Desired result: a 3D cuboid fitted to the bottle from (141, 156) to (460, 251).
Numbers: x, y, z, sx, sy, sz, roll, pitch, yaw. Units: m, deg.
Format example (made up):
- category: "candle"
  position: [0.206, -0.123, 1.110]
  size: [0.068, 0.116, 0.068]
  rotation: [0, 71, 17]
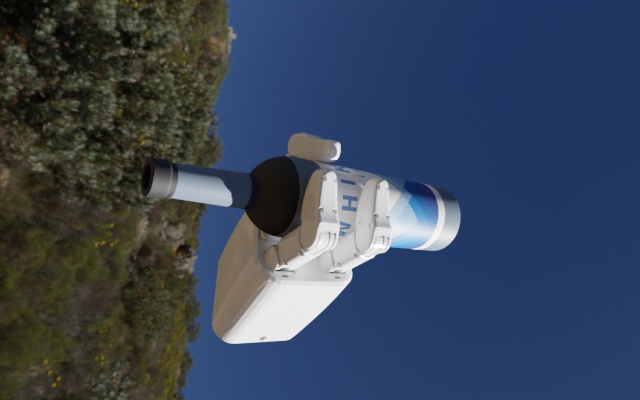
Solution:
- category: "bottle"
  position: [0.000, 0.001, 0.410]
  size: [0.296, 0.069, 0.069]
  rotation: [8, -5, -36]
